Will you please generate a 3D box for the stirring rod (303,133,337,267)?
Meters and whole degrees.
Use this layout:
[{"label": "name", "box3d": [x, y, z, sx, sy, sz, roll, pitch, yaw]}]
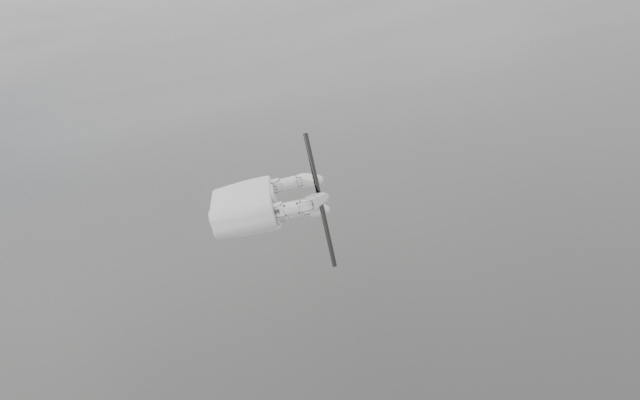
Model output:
[{"label": "stirring rod", "box3d": [0.000, 0.003, 0.822, 0.011, 0.239, 0.011, -12, 14, 3]}]
